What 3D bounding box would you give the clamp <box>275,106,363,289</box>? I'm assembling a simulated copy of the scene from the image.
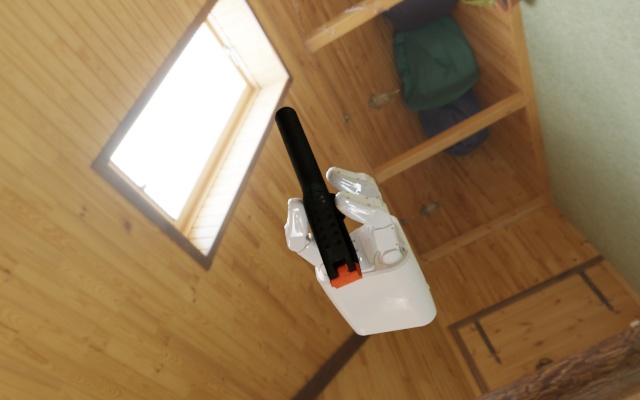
[{"bbox_3d":[0.000,0.002,0.496,0.036,0.165,0.209,-25,31,6],"label":"clamp"}]
